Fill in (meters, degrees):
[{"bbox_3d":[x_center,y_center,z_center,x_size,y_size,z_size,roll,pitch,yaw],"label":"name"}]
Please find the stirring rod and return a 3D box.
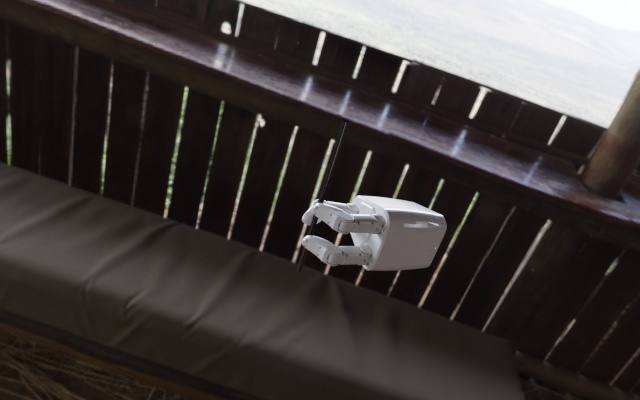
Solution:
[{"bbox_3d":[0.000,0.002,0.657,0.011,0.240,0.011,14,27,-7],"label":"stirring rod"}]
